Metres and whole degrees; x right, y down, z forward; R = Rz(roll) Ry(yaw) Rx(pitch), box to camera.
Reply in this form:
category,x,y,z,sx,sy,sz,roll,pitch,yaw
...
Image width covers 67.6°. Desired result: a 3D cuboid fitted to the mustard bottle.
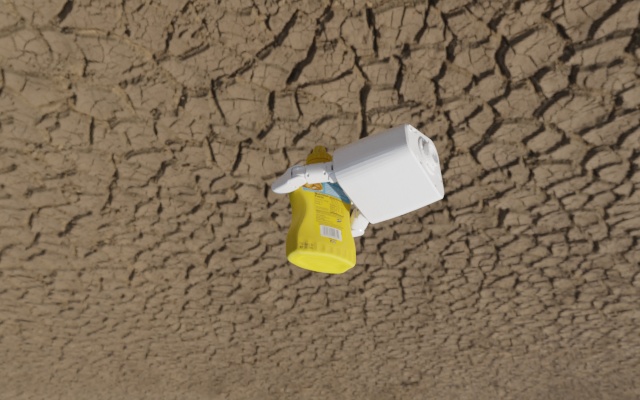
category,x,y,z,sx,sy,sz,roll,pitch,yaw
mustard bottle,0.000,0.003,0.678,0.096,0.191,0.058,16,-35,-26
